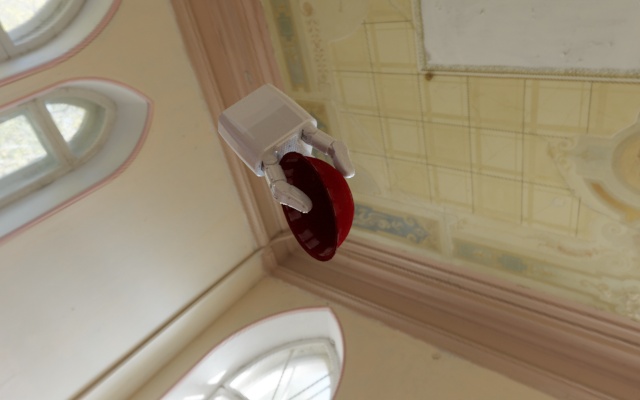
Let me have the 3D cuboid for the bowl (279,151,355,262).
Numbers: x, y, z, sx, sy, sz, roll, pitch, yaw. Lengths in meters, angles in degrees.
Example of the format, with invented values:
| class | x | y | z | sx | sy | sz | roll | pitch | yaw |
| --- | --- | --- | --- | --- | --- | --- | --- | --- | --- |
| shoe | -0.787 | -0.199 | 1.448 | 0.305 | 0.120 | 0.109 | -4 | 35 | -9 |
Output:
| class | x | y | z | sx | sy | sz | roll | pitch | yaw |
| --- | --- | --- | --- | --- | --- | --- | --- | --- | --- |
| bowl | 0.001 | 0.003 | 0.679 | 0.055 | 0.162 | 0.162 | -19 | 9 | -27 |
